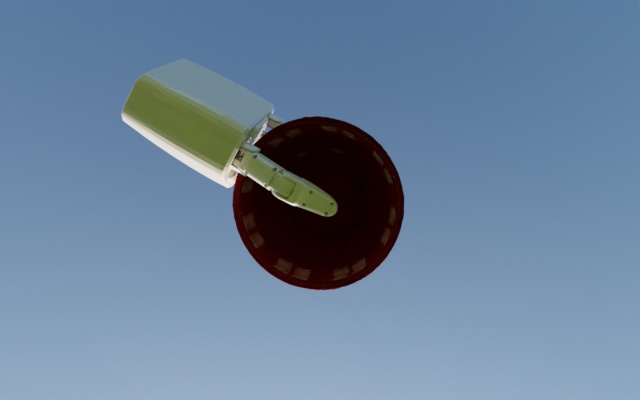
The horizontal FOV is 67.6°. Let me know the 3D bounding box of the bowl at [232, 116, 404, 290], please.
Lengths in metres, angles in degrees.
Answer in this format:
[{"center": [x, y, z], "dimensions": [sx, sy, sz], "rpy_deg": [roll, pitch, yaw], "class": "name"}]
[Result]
[{"center": [0.001, 0.002, 0.465], "dimensions": [0.162, 0.162, 0.055], "rpy_deg": [0, 7, 11], "class": "bowl"}]
